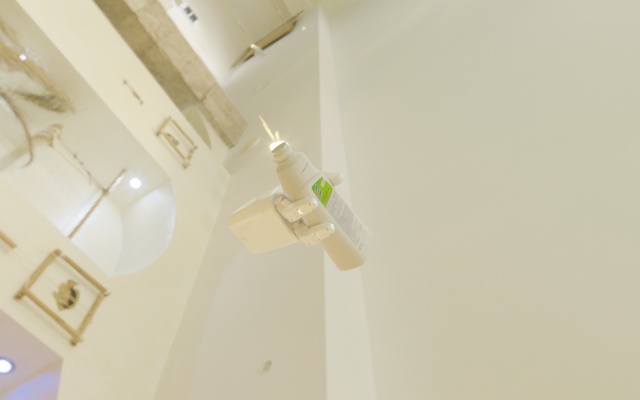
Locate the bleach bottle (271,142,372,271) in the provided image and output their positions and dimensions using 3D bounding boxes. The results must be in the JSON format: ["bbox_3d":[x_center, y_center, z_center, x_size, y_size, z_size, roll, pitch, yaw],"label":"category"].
[{"bbox_3d":[0.000,0.003,0.822,0.068,0.251,0.102,-21,28,27],"label":"bleach bottle"}]
